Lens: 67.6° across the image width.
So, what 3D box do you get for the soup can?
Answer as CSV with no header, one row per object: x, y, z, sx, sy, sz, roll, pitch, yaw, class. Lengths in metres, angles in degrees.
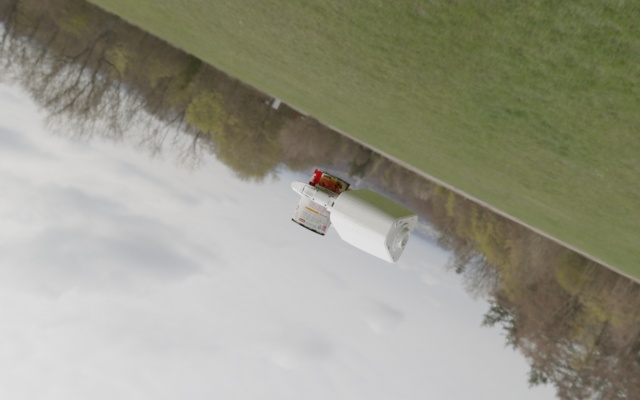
0.000,0.003,0.838,0.068,0.102,0.068,26,1,0,soup can
